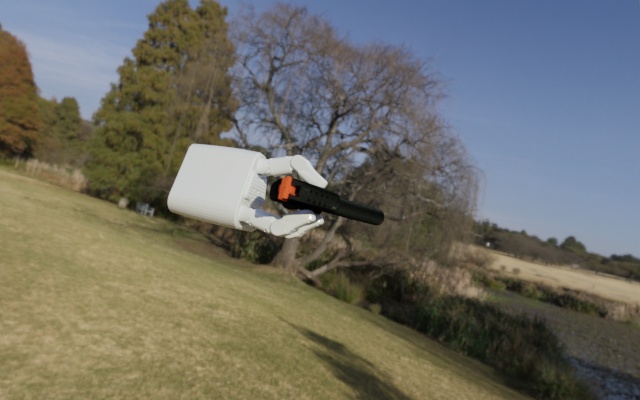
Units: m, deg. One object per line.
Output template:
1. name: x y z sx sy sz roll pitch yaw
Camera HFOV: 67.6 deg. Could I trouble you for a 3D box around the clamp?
1. clamp: 0.000 0.001 0.651 0.164 0.036 0.210 9 -6 13
